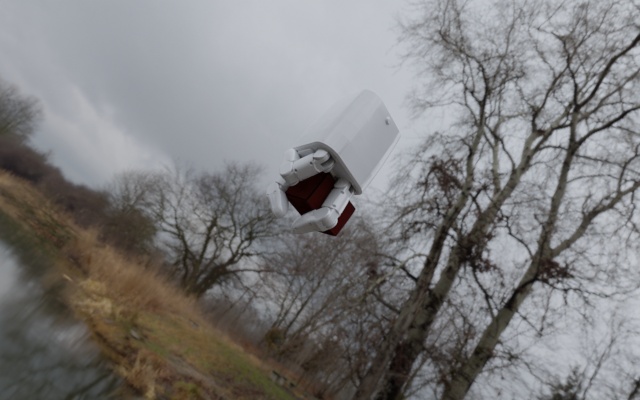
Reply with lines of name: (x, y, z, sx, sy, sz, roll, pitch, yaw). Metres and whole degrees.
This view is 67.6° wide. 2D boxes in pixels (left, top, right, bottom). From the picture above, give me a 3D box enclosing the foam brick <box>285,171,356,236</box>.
foam brick: (0.000, 0.002, 0.643, 0.053, 0.051, 0.078, 15, -30, 48)
